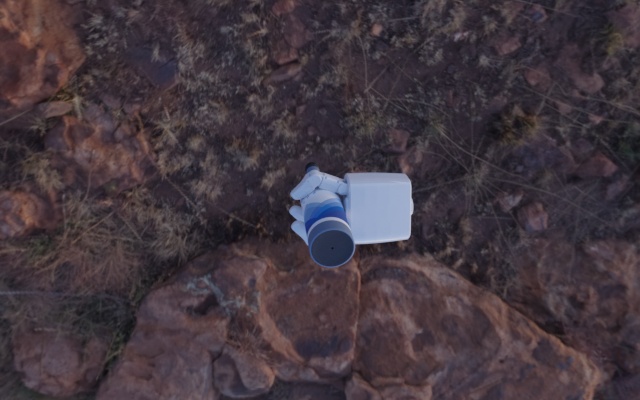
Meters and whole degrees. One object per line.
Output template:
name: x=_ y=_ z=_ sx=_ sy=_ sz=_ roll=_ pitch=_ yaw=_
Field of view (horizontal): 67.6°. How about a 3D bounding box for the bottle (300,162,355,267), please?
bottle: x=0.000 y=0.003 z=0.812 sx=0.069 sy=0.069 sz=0.295 roll=0 pitch=27 yaw=-7
